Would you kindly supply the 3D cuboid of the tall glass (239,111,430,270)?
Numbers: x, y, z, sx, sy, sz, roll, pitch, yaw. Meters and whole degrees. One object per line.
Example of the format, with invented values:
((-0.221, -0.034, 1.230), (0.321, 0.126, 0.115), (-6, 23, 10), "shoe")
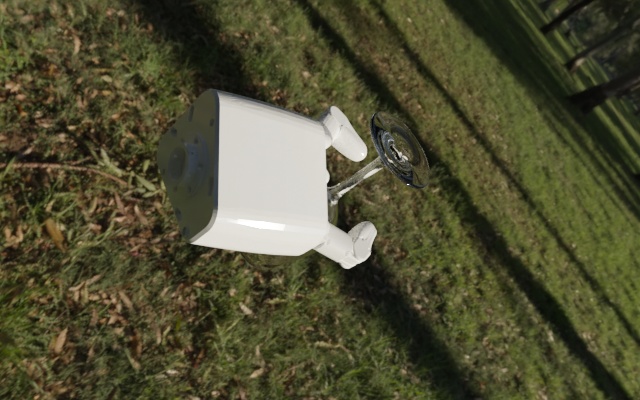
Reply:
((0.001, 0.001, 0.454), (0.201, 0.079, 0.079), (-34, -22, 36), "tall glass")
